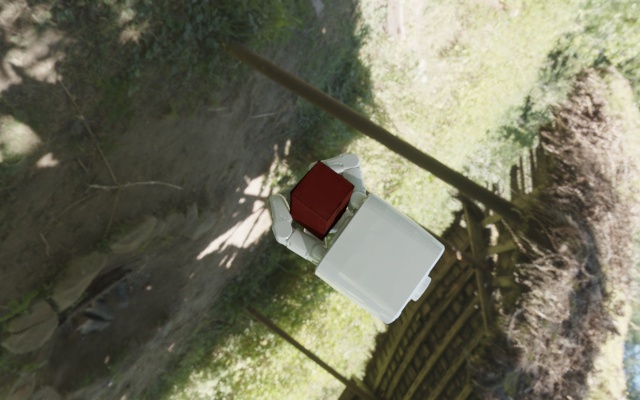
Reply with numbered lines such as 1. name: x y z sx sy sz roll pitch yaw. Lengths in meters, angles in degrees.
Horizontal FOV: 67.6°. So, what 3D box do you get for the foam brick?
1. foam brick: 0.000 0.002 0.542 0.051 0.053 0.078 37 -19 10
